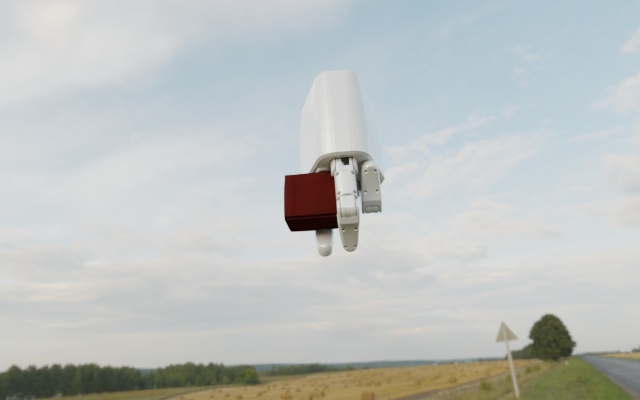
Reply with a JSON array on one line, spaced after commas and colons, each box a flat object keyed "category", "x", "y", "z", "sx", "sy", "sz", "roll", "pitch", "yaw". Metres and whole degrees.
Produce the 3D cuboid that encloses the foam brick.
[{"category": "foam brick", "x": 0.000, "y": 0.002, "z": 0.530, "sx": 0.078, "sy": 0.051, "sz": 0.053, "roll": -5, "pitch": -19, "yaw": 1}]
